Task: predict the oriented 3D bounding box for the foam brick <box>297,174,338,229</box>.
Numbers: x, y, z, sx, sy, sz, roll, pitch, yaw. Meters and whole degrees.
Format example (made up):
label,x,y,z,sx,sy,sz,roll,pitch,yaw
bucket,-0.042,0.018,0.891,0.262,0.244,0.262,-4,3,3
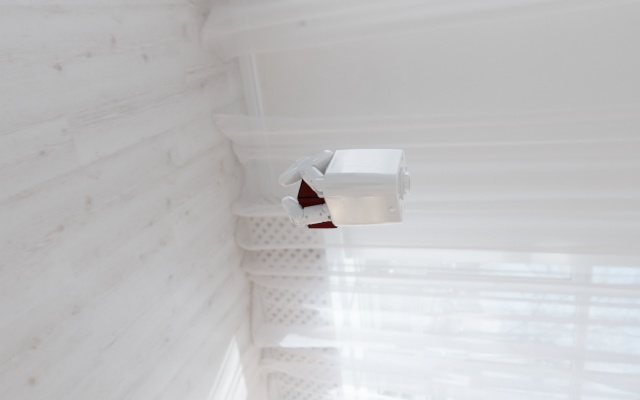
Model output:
label,x,y,z,sx,sy,sz,roll,pitch,yaw
foam brick,0.000,0.003,0.767,0.051,0.053,0.078,-1,-42,16
